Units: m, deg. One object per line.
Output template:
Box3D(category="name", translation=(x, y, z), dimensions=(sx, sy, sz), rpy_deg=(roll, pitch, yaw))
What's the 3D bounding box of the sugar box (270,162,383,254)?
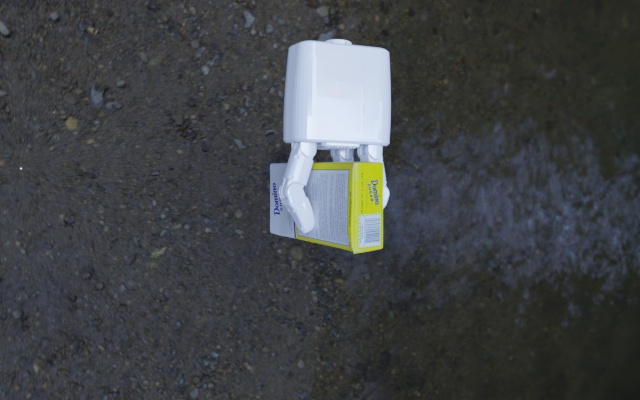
Box3D(category="sugar box", translation=(0.001, 0.002, 0.555), dimensions=(0.048, 0.093, 0.176), rpy_deg=(-2, 5, -32))
